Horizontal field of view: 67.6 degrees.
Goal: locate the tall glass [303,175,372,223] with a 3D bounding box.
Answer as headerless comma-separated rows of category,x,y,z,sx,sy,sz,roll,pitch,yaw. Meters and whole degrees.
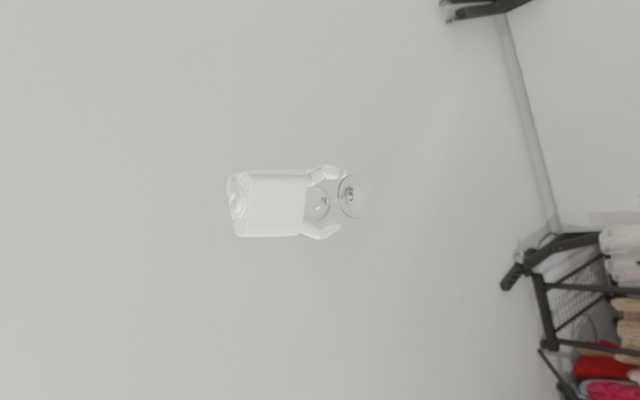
tall glass,0.001,0.003,0.881,0.079,0.079,0.201,0,-5,-35
